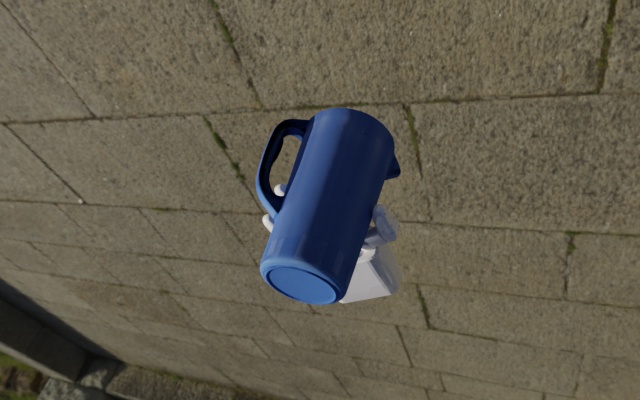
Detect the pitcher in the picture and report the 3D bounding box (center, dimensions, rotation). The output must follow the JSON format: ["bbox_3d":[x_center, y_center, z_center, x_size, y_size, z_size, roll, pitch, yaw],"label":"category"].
[{"bbox_3d":[0.000,0.002,0.624,0.149,0.242,0.145,-3,-40,30],"label":"pitcher"}]
